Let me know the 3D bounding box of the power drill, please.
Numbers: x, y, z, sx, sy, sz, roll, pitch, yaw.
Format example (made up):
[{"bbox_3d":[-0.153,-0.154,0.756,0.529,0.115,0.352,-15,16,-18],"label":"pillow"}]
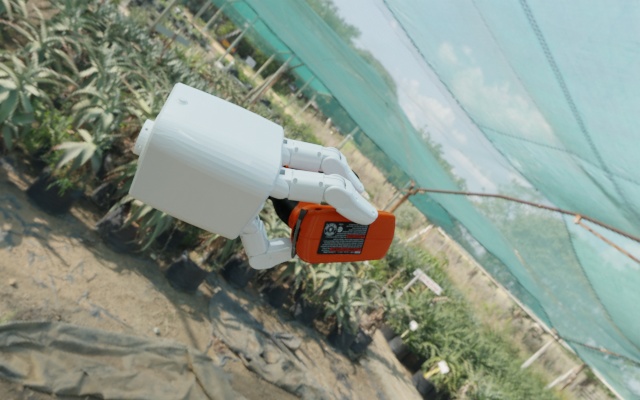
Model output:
[{"bbox_3d":[0.000,0.002,0.534,0.184,0.057,0.187,0,21,-30],"label":"power drill"}]
